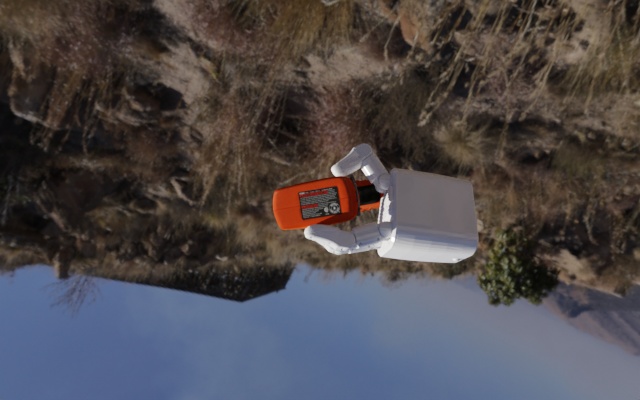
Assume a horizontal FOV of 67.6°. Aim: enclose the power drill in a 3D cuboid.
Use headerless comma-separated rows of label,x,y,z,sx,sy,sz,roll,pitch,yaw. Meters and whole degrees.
power drill,0.000,0.002,0.668,0.184,0.057,0.187,-12,1,15
